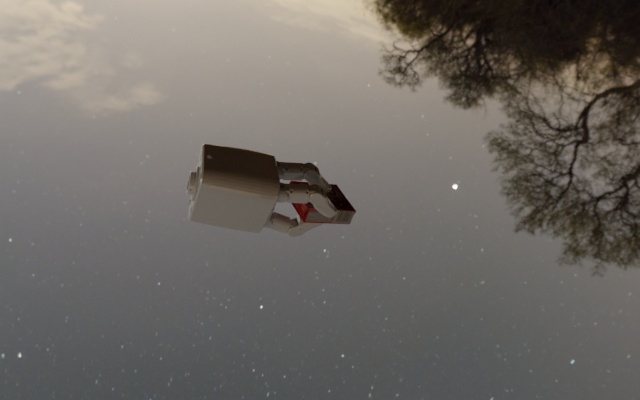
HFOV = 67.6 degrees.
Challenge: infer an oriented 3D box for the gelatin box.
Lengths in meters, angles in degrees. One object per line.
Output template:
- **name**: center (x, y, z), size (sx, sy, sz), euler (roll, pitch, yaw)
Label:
- **gelatin box**: center (0.000, 0.003, 0.741), size (0.089, 0.030, 0.073), euler (4, 34, -32)
